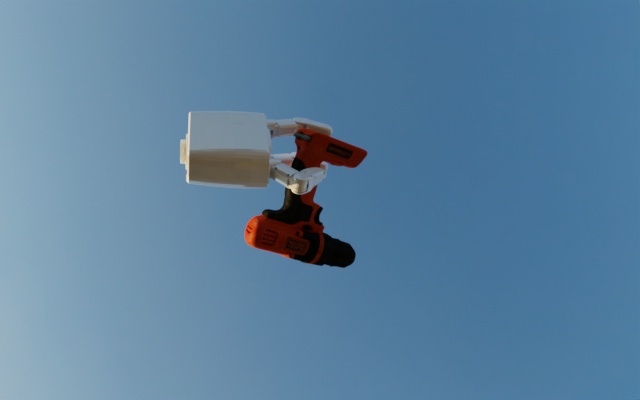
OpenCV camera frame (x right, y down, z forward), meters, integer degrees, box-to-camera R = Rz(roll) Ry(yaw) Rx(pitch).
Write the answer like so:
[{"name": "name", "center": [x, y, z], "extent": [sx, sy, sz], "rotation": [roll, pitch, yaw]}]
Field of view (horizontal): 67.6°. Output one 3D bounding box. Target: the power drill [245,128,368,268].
[{"name": "power drill", "center": [0.000, 0.002, 0.696], "extent": [0.184, 0.187, 0.057], "rotation": [18, 4, -32]}]
